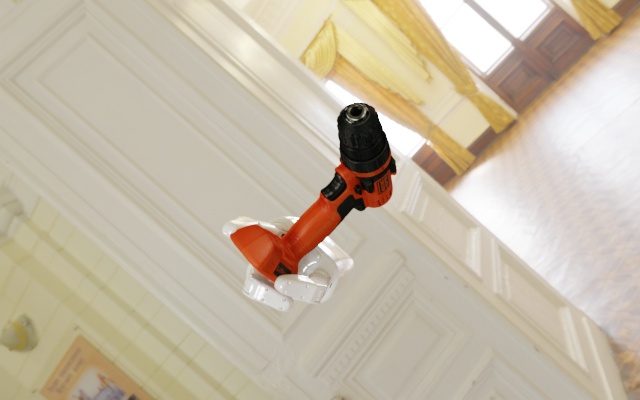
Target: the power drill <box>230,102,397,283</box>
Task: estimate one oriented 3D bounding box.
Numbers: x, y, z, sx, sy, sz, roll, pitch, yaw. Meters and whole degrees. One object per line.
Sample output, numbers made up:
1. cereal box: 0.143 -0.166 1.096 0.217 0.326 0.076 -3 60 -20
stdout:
1. power drill: 0.000 0.002 0.498 0.187 0.057 0.184 -40 -27 -6
